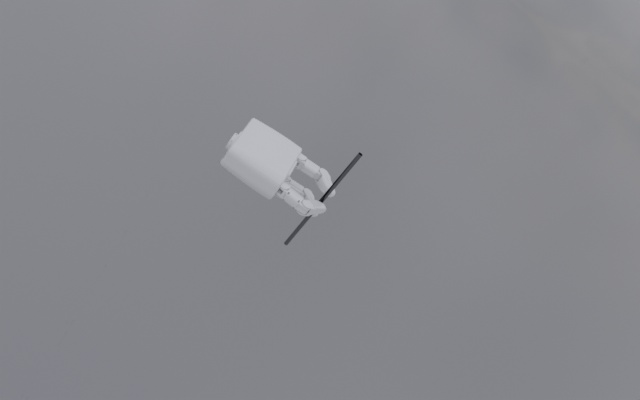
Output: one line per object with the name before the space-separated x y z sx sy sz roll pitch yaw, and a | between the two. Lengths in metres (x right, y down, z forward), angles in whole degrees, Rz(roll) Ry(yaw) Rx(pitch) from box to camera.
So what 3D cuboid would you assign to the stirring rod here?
stirring rod | 0.000 0.003 0.854 0.011 0.011 0.240 0 -42 -48
